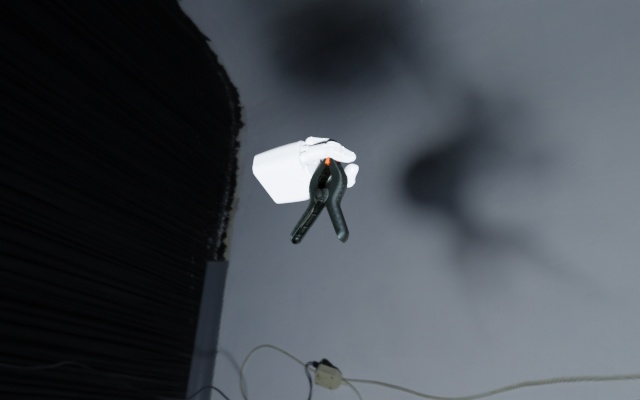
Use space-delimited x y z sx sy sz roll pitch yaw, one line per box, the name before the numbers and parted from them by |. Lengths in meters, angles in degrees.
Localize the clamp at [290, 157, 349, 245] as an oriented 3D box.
clamp | 0.000 0.002 0.846 0.120 0.171 0.039 -12 -32 28
